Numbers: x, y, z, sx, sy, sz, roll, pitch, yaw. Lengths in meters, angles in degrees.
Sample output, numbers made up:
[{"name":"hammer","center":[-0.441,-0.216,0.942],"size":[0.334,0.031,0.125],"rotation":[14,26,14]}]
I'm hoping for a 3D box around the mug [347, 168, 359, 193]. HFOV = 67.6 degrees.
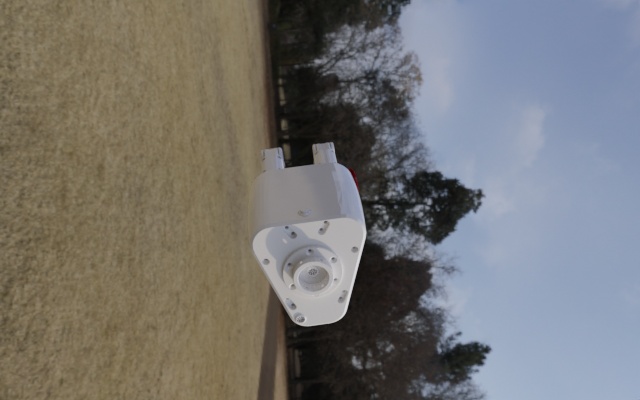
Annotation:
[{"name":"mug","center":[0.000,0.001,0.551],"size":[0.081,0.093,0.117],"rotation":[-6,28,-2]}]
